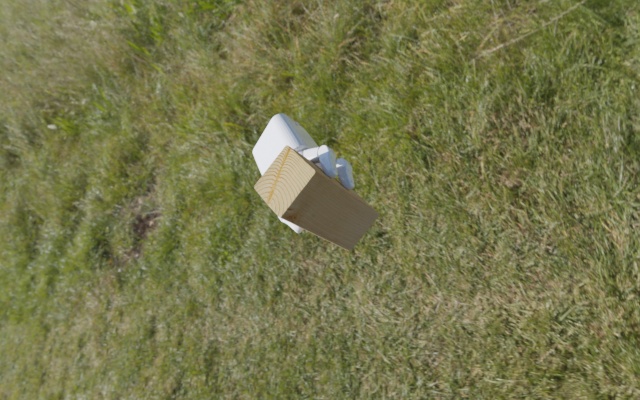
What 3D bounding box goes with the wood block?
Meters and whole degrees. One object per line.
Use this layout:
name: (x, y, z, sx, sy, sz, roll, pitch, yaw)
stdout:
wood block: (0.000, 0.003, 0.812, 0.206, 0.091, 0.090, 30, 11, -50)
